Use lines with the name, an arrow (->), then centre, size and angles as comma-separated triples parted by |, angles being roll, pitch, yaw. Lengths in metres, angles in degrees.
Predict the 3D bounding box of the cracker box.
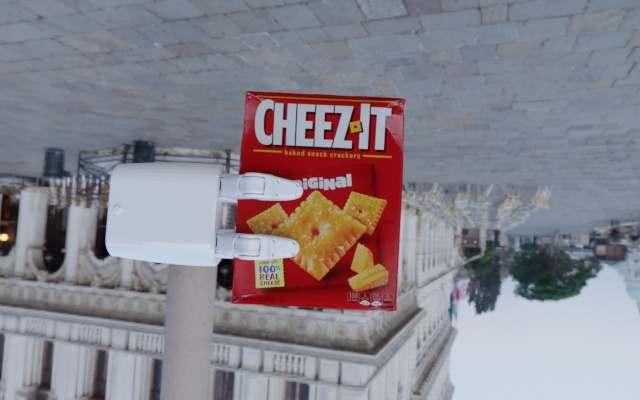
cracker box -> 0.000, 0.002, 0.493 | 0.164, 0.213, 0.072 | 3, -3, 2
